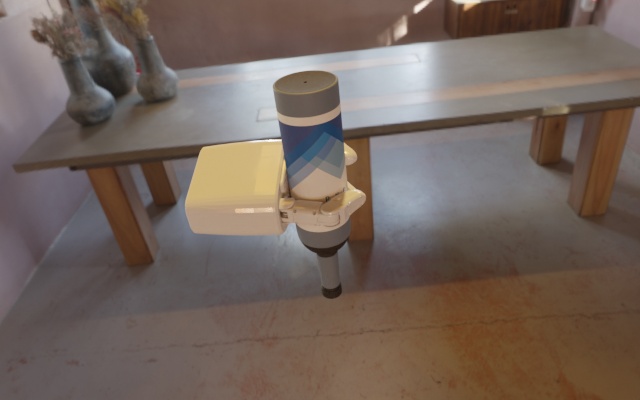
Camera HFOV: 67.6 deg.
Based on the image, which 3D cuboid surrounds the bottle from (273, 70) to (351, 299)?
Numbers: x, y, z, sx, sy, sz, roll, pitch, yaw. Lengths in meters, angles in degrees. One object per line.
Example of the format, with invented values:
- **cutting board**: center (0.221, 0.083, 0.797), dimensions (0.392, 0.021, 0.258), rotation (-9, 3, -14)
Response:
- **bottle**: center (0.000, 0.002, 0.560), dimensions (0.069, 0.296, 0.069), rotation (-5, 34, 3)
